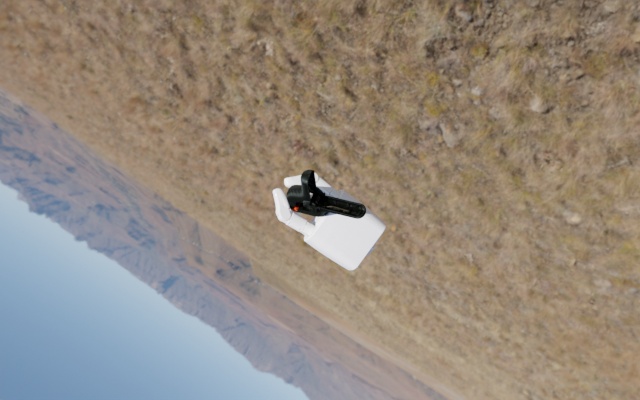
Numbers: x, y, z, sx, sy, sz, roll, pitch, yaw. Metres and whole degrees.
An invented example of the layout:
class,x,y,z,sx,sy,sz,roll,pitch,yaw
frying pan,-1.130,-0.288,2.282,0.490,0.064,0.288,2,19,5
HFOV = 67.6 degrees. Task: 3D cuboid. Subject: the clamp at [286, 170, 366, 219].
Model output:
class,x,y,z,sx,sy,sz,roll,pitch,yaw
clamp,0.000,0.003,0.796,0.120,0.039,0.171,36,-17,-10
